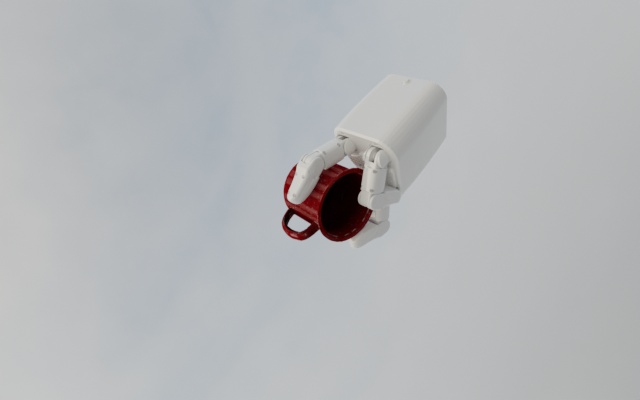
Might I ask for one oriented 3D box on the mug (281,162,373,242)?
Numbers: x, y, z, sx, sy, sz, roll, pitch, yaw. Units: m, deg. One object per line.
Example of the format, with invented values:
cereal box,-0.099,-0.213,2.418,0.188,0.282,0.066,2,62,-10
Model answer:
mug,-0.001,0.003,0.589,0.081,0.117,0.093,27,-22,45
